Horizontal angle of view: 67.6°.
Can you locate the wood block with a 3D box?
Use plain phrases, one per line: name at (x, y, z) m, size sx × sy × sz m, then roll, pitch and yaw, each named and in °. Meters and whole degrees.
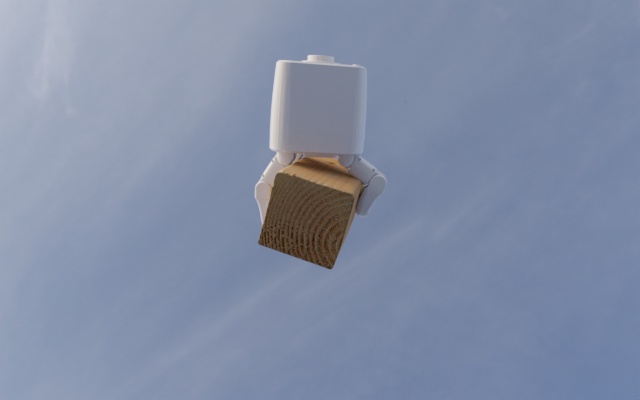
wood block at (0.001, 0.002, 0.613) m, size 0.091 × 0.090 × 0.206 m, roll 18°, pitch 14°, yaw 6°
